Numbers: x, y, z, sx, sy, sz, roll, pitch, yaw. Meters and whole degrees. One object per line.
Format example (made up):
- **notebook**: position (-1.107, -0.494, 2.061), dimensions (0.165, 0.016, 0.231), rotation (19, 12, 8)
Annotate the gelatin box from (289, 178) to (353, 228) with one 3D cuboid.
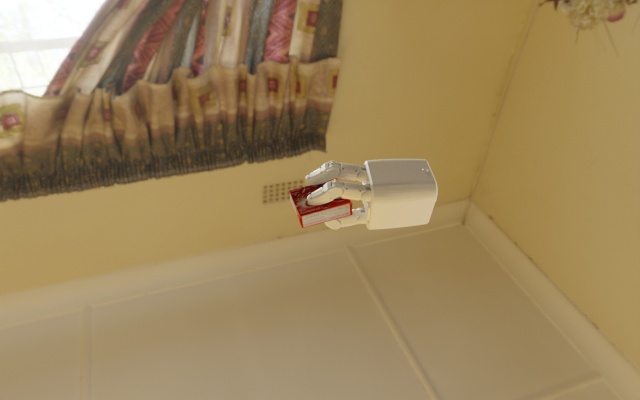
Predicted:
- **gelatin box**: position (0.000, 0.003, 0.790), dimensions (0.089, 0.030, 0.073), rotation (-15, 40, -9)
